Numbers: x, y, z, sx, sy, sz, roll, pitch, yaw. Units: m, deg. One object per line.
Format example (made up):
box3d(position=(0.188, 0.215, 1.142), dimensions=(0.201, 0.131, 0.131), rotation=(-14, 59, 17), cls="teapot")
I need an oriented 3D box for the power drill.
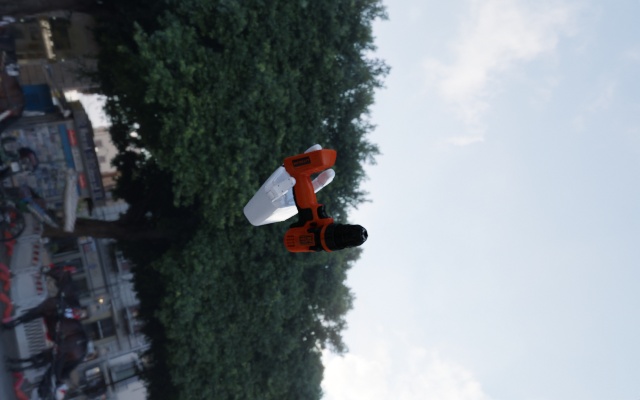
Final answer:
box3d(position=(0.000, 0.002, 0.889), dimensions=(0.184, 0.187, 0.057), rotation=(-9, -5, 37), cls="power drill")
